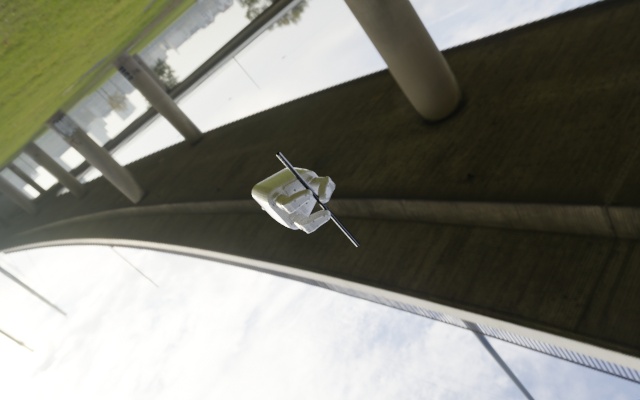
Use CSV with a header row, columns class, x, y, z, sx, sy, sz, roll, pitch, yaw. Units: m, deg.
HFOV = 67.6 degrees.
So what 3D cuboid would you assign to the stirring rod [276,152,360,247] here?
class,x,y,z,sx,sy,sz,roll,pitch,yaw
stirring rod,0.000,0.003,0.854,0.240,0.011,0.011,49,-26,-25
